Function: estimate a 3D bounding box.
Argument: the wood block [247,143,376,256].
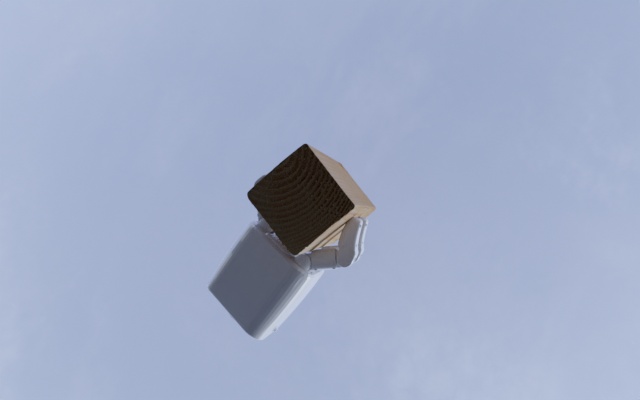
[{"bbox_3d":[0.000,0.002,0.608,0.090,0.091,0.206,-40,-9,9],"label":"wood block"}]
